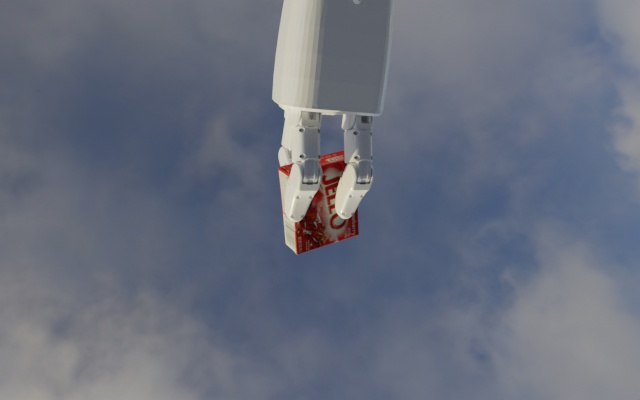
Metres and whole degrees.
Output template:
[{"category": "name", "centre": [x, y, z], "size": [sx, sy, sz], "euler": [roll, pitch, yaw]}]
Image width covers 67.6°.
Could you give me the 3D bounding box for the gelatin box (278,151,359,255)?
[{"category": "gelatin box", "centre": [0.000, 0.002, 0.475], "size": [0.073, 0.089, 0.030], "euler": [-16, 28, -25]}]
